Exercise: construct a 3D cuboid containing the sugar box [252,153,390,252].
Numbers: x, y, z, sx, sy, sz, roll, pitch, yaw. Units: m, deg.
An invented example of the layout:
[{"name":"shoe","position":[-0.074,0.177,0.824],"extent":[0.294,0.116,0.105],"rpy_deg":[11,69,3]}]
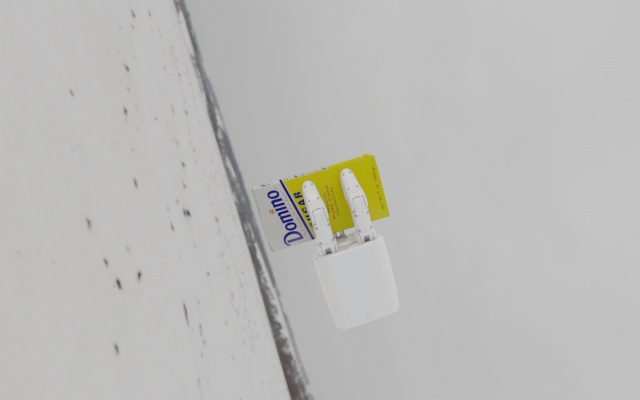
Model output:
[{"name":"sugar box","position":[0.000,0.002,0.672],"extent":[0.176,0.093,0.048],"rpy_deg":[-18,10,-8]}]
